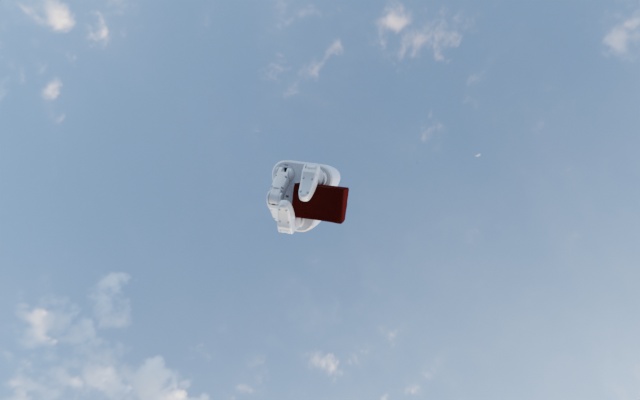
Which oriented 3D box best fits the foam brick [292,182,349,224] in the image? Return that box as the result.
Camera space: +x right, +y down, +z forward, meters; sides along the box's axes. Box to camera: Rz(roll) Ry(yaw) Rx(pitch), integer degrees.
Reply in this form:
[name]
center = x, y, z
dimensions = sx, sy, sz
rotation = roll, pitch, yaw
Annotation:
[foam brick]
center = 0.000, 0.002, 0.716
dimensions = 0.078, 0.053, 0.051
rotation = 8, 5, 11
